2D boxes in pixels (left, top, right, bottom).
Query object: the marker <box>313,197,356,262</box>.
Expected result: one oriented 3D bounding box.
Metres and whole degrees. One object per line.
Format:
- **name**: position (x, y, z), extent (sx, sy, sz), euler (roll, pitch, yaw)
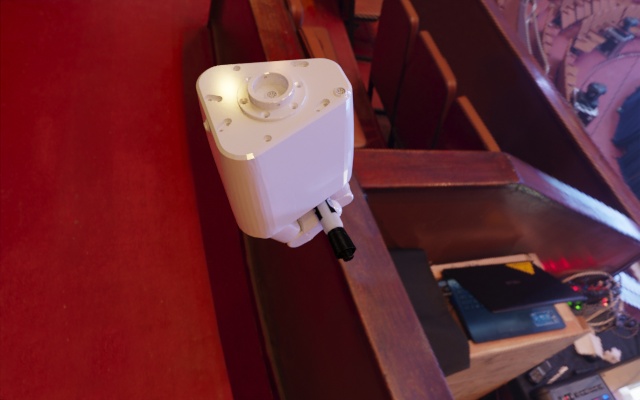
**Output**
- **marker**: position (0.000, 0.001, 0.423), extent (0.020, 0.121, 0.020), euler (-20, -30, -12)
